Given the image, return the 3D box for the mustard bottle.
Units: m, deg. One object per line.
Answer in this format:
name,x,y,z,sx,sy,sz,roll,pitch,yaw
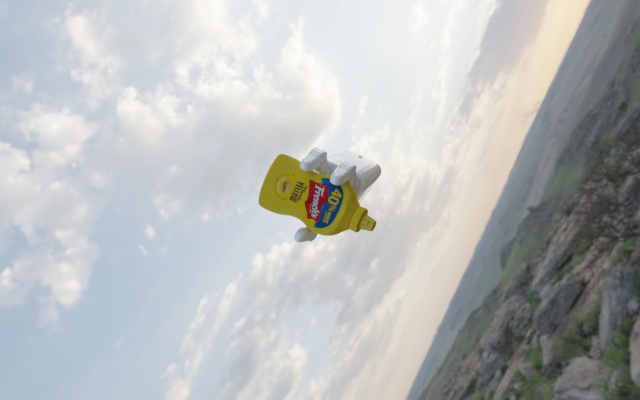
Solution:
mustard bottle,0.000,0.002,0.761,0.191,0.096,0.058,24,1,18
